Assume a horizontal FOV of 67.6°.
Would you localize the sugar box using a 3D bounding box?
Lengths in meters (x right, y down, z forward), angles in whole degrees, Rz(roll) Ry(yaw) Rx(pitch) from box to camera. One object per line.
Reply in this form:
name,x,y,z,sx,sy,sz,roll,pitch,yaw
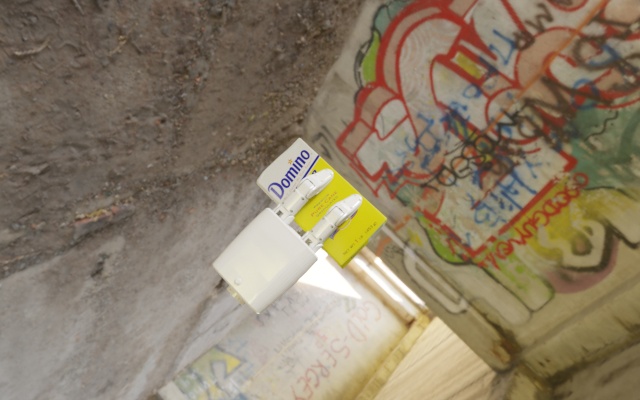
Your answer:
sugar box,0.000,0.002,0.681,0.176,0.093,0.048,43,-7,13
